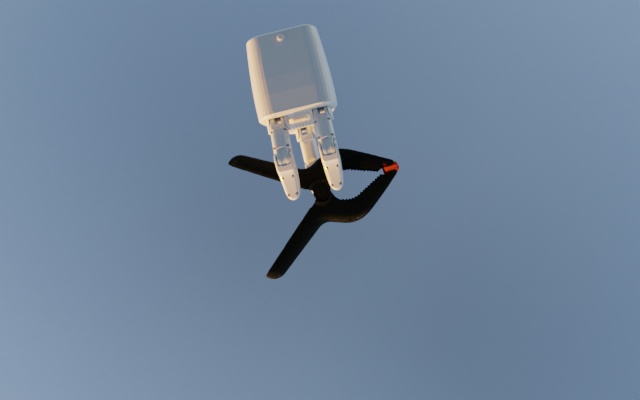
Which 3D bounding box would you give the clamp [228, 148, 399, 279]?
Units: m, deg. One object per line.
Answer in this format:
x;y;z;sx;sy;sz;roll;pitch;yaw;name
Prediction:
0.001;0.002;0.606;0.210;0.164;0.036;-13;-3;3;clamp
